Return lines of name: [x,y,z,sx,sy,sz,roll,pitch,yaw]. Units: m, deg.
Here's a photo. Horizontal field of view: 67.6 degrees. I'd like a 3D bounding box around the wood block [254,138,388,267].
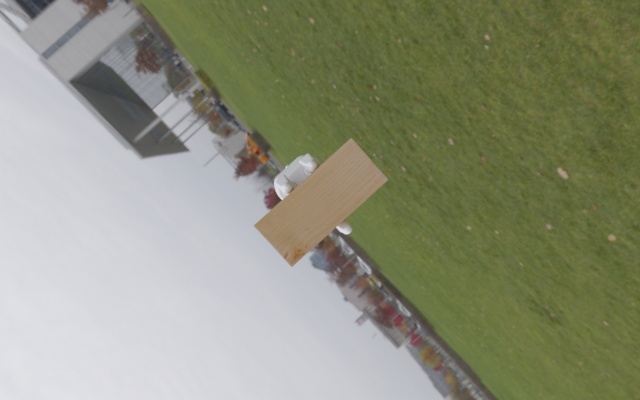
wood block: [0.000,0.003,0.787,0.206,0.091,0.090,-42,2,-2]
